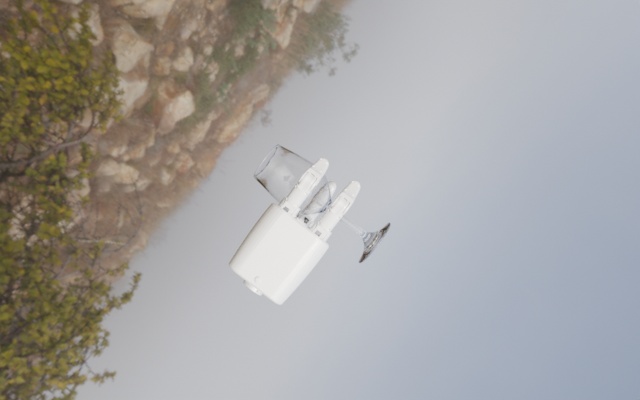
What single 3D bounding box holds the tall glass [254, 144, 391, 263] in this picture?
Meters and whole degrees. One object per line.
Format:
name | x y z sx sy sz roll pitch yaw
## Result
tall glass | 0.001 0.003 0.697 0.201 0.079 0.079 38 0 1
